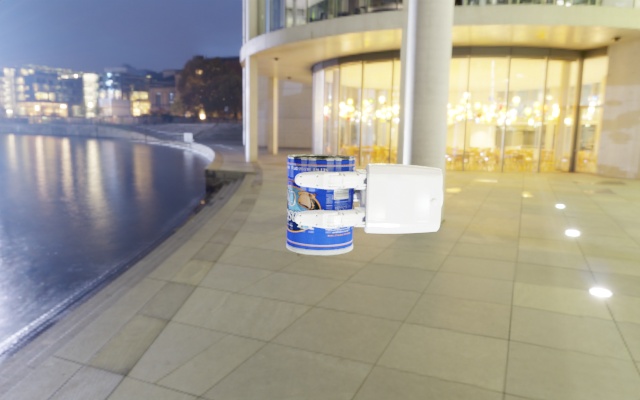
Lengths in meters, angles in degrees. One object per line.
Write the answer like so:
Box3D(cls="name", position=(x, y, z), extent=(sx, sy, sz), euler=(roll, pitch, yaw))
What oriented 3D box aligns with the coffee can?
Box3D(cls="coffee can", position=(0.000, 0.003, 0.724), extent=(0.103, 0.140, 0.103), euler=(1, 8, 0))
